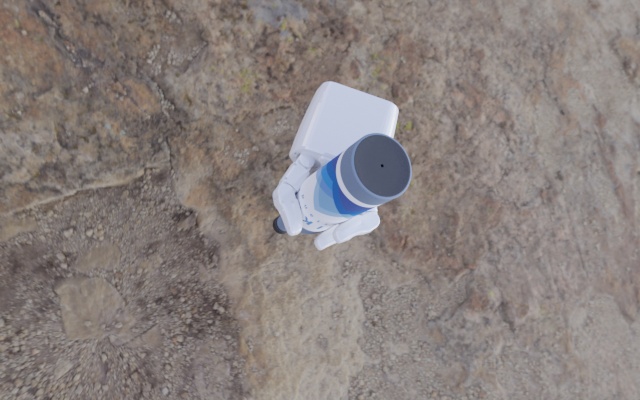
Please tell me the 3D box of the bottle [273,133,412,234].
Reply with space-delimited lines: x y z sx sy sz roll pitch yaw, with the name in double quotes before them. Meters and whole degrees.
"bottle" 0.000 0.002 0.582 0.069 0.069 0.296 0 -14 -24
